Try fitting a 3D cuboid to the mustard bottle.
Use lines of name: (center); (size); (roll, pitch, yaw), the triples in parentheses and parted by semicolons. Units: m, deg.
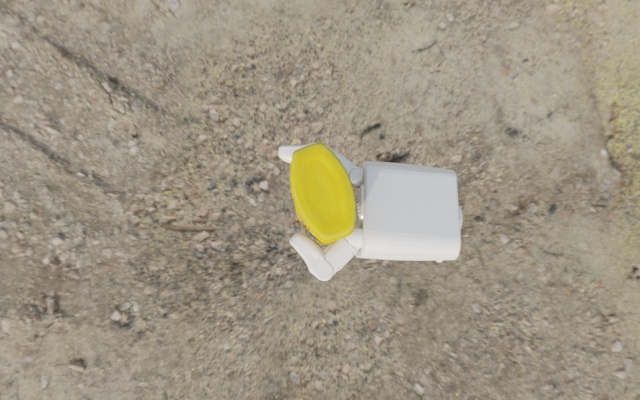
mustard bottle: (0.000, 0.002, 0.543); (0.058, 0.096, 0.191); (-21, -6, -4)
